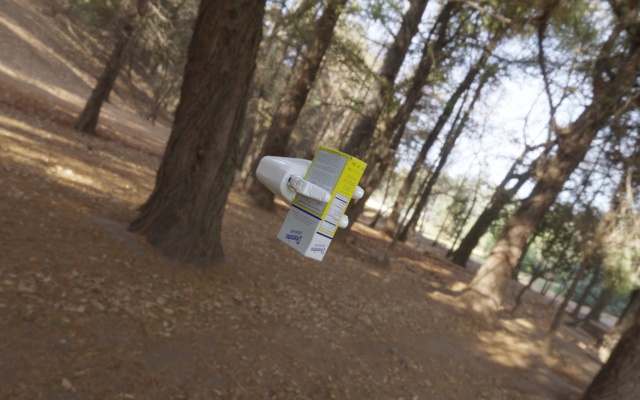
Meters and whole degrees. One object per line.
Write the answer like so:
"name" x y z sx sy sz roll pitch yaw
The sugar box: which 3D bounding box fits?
"sugar box" 0.000 0.003 0.793 0.048 0.176 0.093 22 3 -38
